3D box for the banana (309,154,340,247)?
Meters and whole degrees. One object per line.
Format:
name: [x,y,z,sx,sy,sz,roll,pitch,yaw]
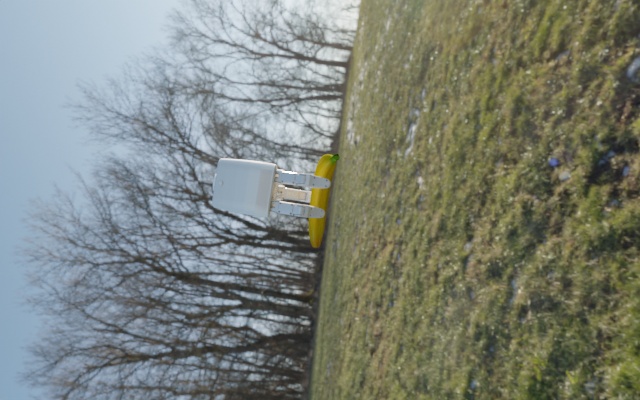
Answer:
banana: [0.000,-0.008,0.914,0.037,0.198,0.069,8,25,-5]
